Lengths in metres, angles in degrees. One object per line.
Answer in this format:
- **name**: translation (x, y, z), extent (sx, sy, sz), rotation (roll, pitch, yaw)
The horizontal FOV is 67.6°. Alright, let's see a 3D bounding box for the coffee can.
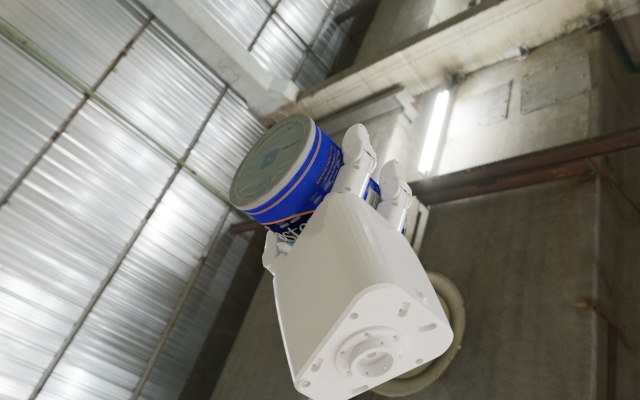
- **coffee can**: translation (0.000, 0.001, 0.455), extent (0.140, 0.102, 0.103), rotation (40, -23, -30)
